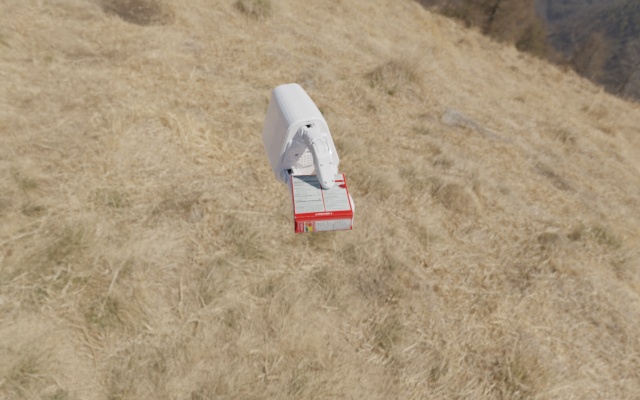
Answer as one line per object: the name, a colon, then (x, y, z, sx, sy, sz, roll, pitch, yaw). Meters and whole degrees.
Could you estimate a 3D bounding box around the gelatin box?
gelatin box: (0.000, 0.002, 0.618, 0.073, 0.030, 0.089, -3, 39, -5)
